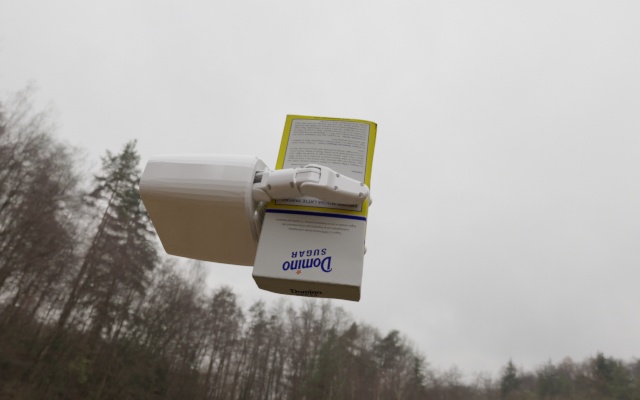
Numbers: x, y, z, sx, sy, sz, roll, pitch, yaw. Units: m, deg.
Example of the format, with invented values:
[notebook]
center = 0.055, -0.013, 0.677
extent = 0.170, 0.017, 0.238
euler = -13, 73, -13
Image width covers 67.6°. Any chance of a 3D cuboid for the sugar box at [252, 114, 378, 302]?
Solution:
[sugar box]
center = 0.000, 0.002, 0.447
extent = 0.093, 0.176, 0.048
euler = 5, -28, 7
